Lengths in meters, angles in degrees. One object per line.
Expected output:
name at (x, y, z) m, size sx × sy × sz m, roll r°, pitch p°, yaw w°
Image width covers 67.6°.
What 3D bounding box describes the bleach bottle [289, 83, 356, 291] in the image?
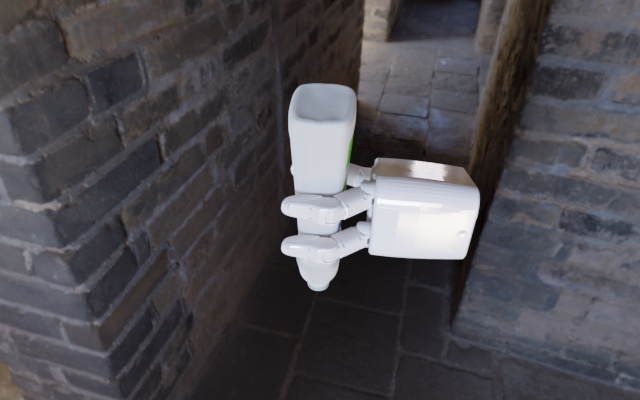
bleach bottle at (0.000, 0.002, 0.553) m, size 0.068 × 0.251 × 0.102 m, roll 4°, pitch 37°, yaw 3°
